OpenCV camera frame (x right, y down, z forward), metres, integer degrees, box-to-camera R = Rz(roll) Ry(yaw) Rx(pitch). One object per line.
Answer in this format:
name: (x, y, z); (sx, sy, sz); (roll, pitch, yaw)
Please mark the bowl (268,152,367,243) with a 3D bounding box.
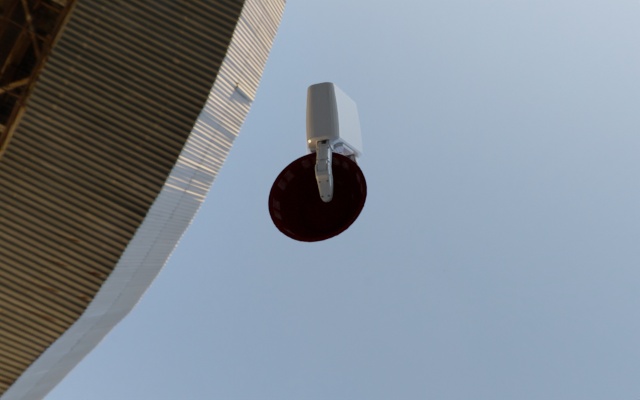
bowl: (0.000, 0.004, 0.770); (0.162, 0.162, 0.055); (0, -28, 17)
